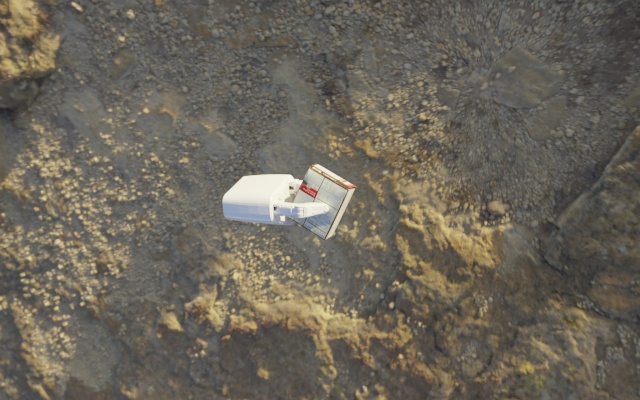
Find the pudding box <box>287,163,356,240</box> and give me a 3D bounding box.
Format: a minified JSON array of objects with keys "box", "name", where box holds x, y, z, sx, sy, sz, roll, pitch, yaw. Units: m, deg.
[{"box":[0.000,0.003,0.875,0.090,0.113,0.039,31,23,15],"name":"pudding box"}]
